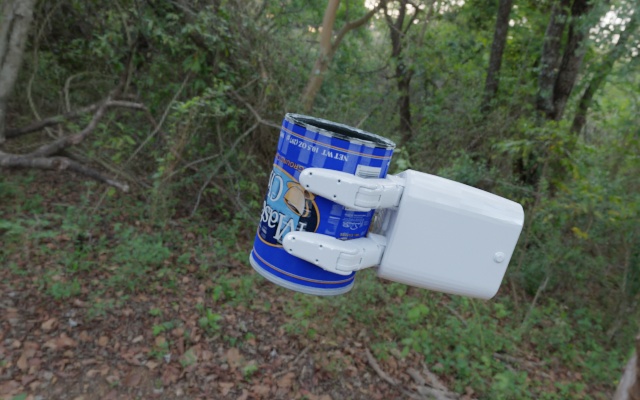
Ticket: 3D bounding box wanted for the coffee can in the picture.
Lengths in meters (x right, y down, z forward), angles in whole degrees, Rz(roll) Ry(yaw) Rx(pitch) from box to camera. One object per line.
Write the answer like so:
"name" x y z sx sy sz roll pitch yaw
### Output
"coffee can" 0.000 0.002 0.442 0.103 0.140 0.102 14 14 -4
